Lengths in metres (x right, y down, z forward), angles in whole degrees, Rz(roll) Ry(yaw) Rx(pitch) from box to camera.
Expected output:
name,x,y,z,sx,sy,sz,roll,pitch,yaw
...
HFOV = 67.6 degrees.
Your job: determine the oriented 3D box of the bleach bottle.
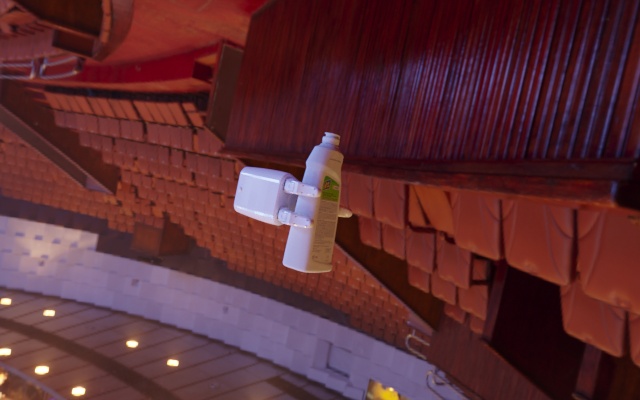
name,x,y,z,sx,sy,sz,roll,pitch,yaw
bleach bottle,0.000,0.003,0.879,0.068,0.251,0.102,13,2,32
